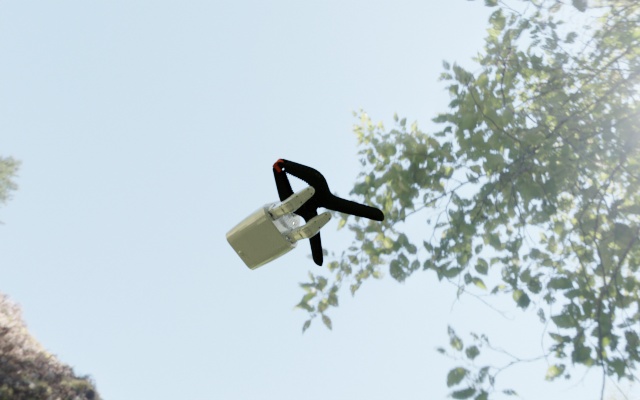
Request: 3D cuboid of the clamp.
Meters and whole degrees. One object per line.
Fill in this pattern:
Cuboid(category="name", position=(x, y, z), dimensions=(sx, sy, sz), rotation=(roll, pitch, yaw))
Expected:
Cuboid(category="clamp", position=(0.000, 0.002, 0.851), dimensions=(0.164, 0.210, 0.036), rotation=(-32, 11, 21))
